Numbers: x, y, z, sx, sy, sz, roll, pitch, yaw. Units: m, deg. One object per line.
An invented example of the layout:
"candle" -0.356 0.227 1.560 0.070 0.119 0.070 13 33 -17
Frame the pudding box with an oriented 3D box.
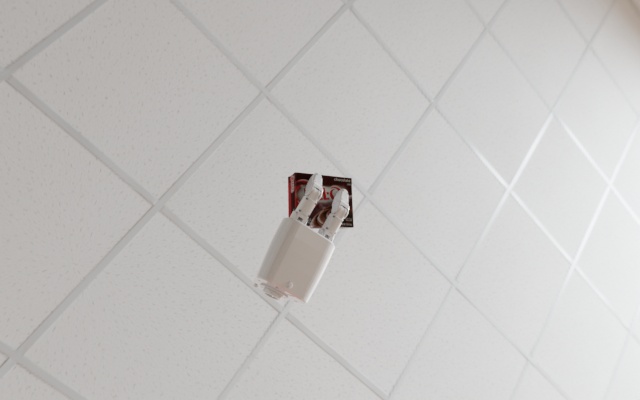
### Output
"pudding box" 0.000 0.003 0.821 0.113 0.090 0.039 5 -12 -29
